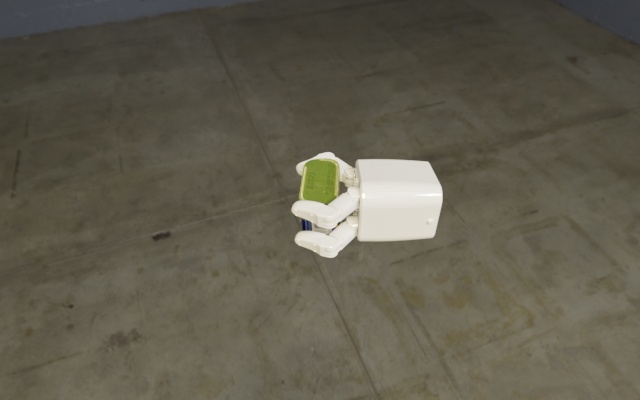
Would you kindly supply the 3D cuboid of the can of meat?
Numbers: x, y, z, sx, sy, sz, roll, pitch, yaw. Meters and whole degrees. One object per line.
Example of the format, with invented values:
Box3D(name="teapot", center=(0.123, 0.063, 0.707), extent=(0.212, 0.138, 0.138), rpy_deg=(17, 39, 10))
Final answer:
Box3D(name="can of meat", center=(0.000, 0.002, 0.674), extent=(0.057, 0.084, 0.102), rpy_deg=(2, 44, 3))
